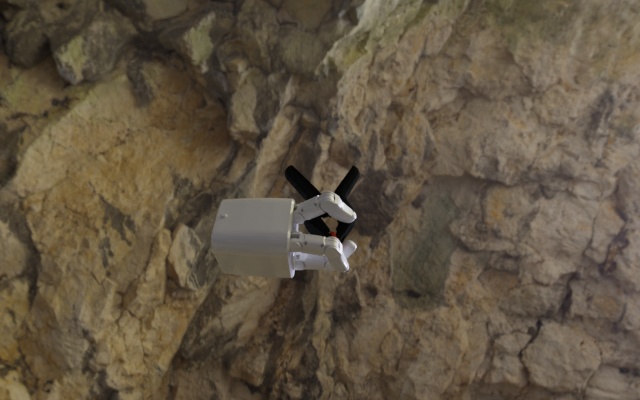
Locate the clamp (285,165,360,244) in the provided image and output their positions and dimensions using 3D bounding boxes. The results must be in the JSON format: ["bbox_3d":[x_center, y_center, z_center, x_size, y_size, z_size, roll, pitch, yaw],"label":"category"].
[{"bbox_3d":[0.000,0.003,0.725,0.120,0.039,0.171,1,43,2],"label":"clamp"}]
